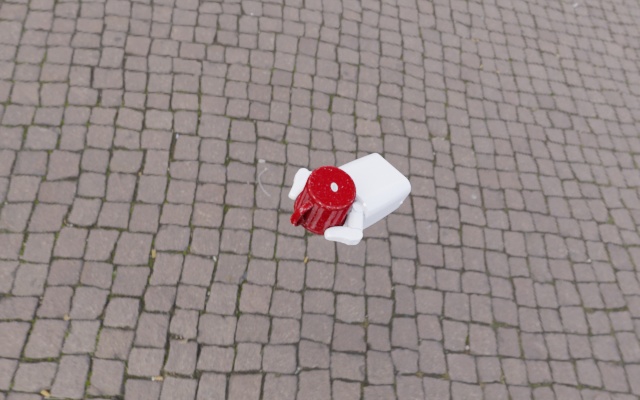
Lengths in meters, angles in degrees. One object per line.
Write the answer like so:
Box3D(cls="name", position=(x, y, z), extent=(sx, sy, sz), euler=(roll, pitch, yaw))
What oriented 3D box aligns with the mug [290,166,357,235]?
Box3D(cls="mug", position=(-0.001, 0.003, 0.766), extent=(0.117, 0.093, 0.081), euler=(-29, -18, -27))
